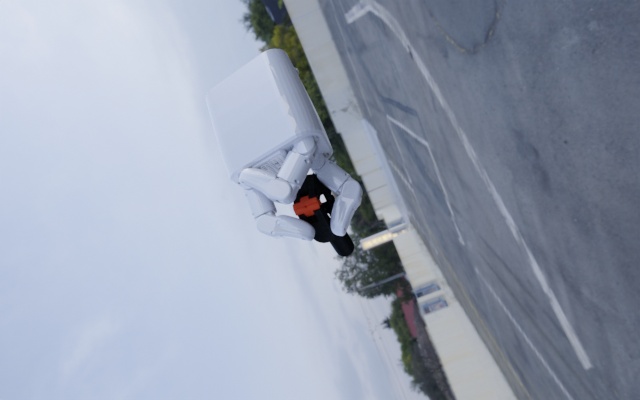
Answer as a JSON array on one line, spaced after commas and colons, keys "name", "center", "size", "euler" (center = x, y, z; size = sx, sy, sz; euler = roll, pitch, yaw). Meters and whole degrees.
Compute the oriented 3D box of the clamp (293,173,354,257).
[{"name": "clamp", "center": [0.000, 0.002, 0.566], "size": [0.039, 0.120, 0.171], "euler": [-25, -17, 6]}]
